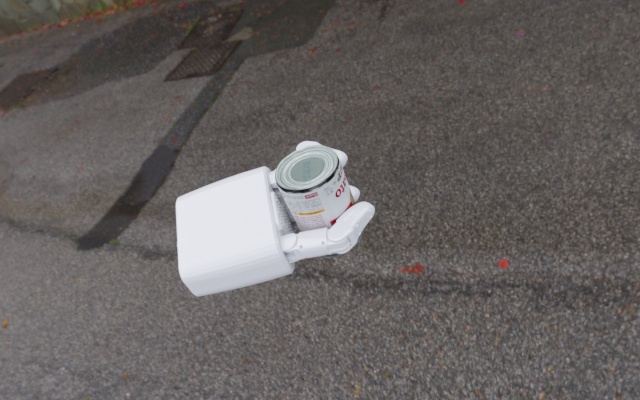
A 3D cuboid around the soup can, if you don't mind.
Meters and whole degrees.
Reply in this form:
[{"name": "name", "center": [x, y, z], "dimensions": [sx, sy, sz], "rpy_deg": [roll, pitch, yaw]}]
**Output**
[{"name": "soup can", "center": [0.000, 0.001, 0.497], "dimensions": [0.068, 0.068, 0.102], "rpy_deg": [0, -43, 23]}]
